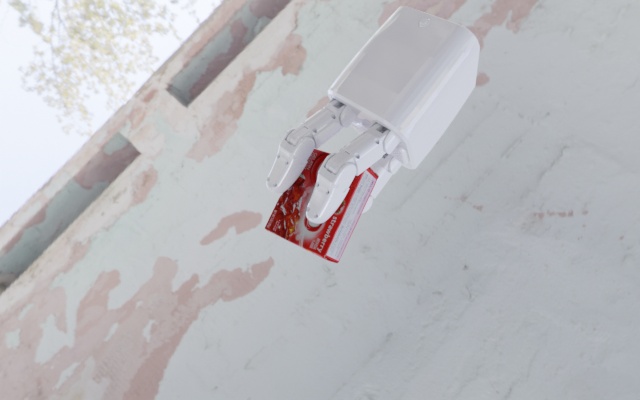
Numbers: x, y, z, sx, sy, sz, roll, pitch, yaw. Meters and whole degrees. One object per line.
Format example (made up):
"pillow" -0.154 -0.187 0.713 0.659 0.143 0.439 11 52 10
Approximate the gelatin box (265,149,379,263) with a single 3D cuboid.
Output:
"gelatin box" 0.000 0.002 0.430 0.073 0.089 0.030 22 -6 35
